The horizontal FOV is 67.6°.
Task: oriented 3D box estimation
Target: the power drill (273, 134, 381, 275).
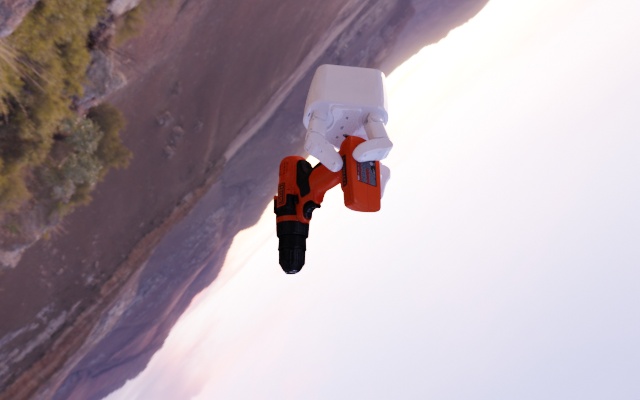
[{"bbox_3d":[0.000,0.002,0.671,0.057,0.184,0.188,14,-24,-38],"label":"power drill"}]
